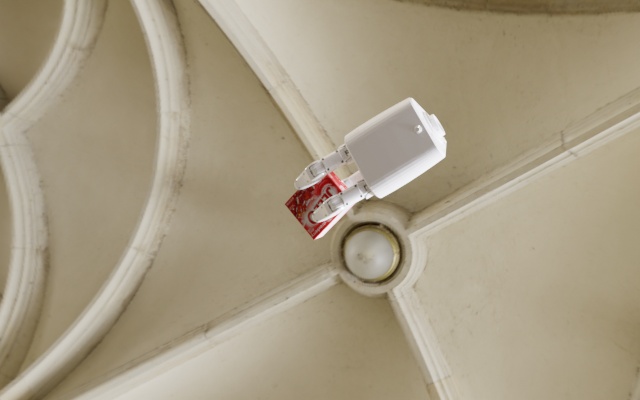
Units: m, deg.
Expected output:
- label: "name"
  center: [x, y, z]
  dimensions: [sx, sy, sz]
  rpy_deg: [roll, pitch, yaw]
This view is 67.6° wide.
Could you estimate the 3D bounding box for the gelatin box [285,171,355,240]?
- label: "gelatin box"
  center: [0.000, 0.002, 0.710]
  dimensions: [0.089, 0.073, 0.030]
  rpy_deg: [-47, -15, 25]
